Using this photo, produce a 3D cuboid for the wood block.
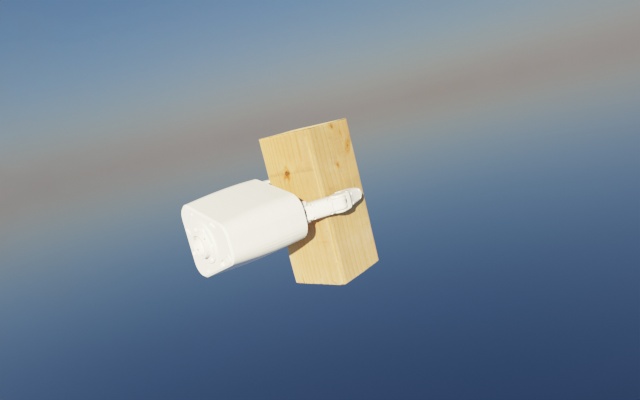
[{"bbox_3d":[0.000,0.002,0.657,0.091,0.206,0.090,-5,13,40],"label":"wood block"}]
